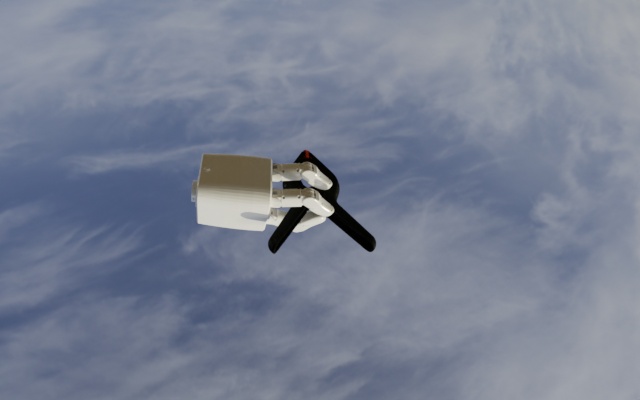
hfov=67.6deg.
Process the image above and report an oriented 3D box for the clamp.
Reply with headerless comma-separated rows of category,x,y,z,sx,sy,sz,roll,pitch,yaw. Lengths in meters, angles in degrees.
clamp,0.000,0.003,0.765,0.164,0.209,0.036,7,-43,-12
